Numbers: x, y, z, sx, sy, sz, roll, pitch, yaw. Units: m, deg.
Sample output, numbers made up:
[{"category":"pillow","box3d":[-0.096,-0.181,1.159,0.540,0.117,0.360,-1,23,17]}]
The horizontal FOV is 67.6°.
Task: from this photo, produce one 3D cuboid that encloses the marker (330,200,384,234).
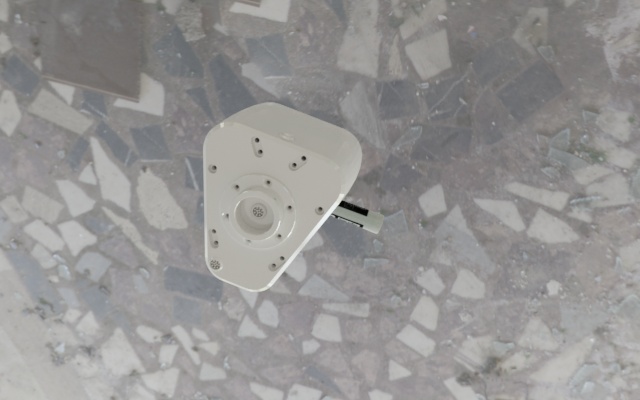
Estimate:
[{"category":"marker","box3d":[0.000,0.001,0.449,0.121,0.020,0.020,21,1,2]}]
